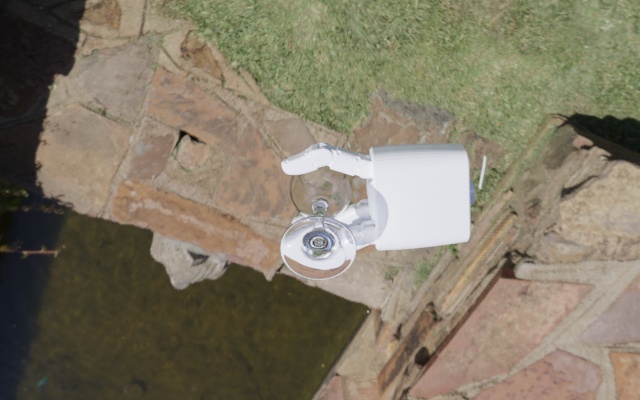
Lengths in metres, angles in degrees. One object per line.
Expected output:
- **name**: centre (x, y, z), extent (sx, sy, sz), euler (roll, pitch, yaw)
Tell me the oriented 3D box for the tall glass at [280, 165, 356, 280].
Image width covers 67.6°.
- **tall glass**: centre (0.000, 0.002, 0.551), extent (0.079, 0.079, 0.201), euler (0, 27, 1)
